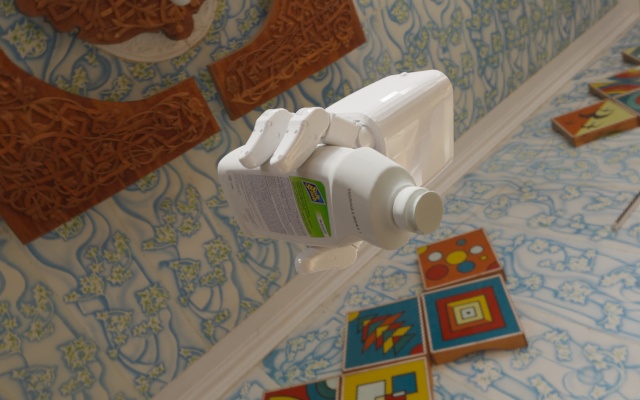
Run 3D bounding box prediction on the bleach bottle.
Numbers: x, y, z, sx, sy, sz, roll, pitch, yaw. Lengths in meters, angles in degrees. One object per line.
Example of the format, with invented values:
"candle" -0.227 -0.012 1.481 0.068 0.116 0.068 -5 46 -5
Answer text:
"bleach bottle" 0.000 0.001 0.413 0.068 0.103 0.251 -34 25 -28
